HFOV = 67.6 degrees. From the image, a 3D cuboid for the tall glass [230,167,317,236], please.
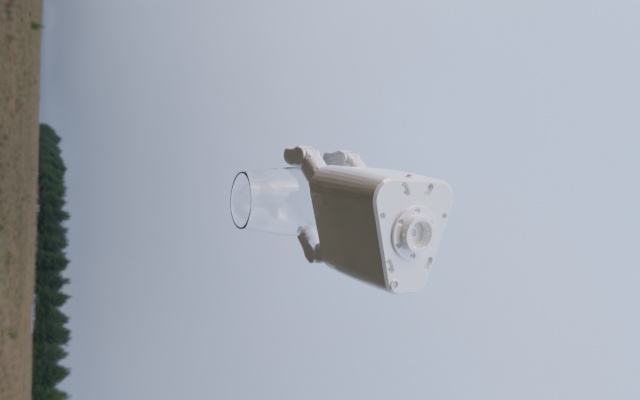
[{"bbox_3d":[0.001,0.002,0.560,0.201,0.079,0.079,1,-1,-30],"label":"tall glass"}]
